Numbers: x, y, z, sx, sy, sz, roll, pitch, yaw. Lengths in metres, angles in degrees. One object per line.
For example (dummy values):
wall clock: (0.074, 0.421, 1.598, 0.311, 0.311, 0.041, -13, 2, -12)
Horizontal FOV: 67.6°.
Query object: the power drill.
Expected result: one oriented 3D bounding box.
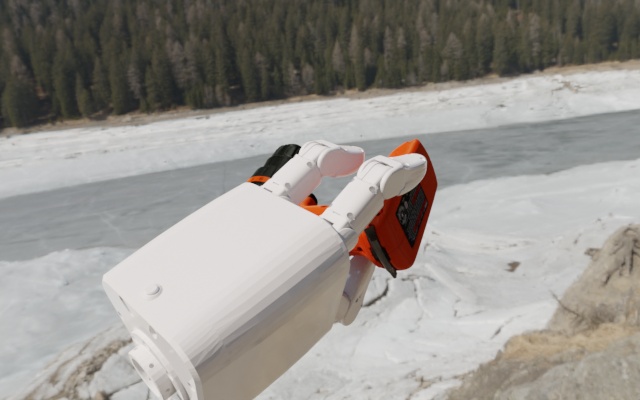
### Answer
power drill: (0.000, 0.001, 0.412, 0.187, 0.057, 0.184, -9, 39, 35)
